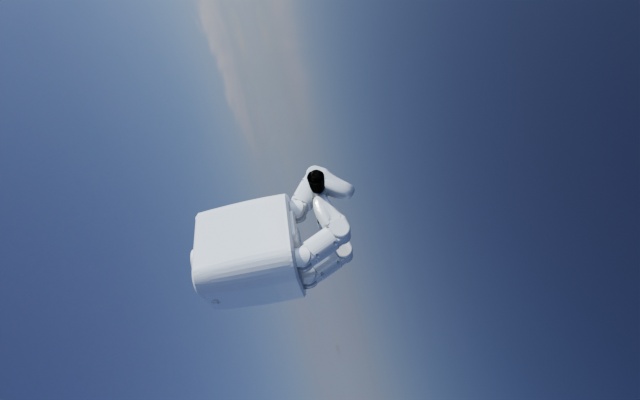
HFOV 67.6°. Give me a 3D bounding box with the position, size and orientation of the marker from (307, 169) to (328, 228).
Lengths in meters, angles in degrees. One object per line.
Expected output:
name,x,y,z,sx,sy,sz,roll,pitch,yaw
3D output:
marker,0.000,0.002,0.550,0.020,0.020,0.121,0,-29,6
